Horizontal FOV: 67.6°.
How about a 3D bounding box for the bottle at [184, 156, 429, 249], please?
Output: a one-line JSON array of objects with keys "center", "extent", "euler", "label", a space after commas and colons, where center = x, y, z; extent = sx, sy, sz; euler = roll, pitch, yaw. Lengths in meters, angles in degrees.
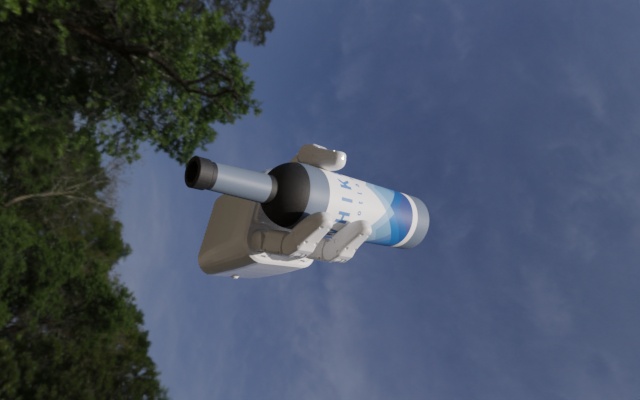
[{"center": [0.000, 0.002, 0.495], "extent": [0.296, 0.069, 0.069], "euler": [13, -9, -41], "label": "bottle"}]
